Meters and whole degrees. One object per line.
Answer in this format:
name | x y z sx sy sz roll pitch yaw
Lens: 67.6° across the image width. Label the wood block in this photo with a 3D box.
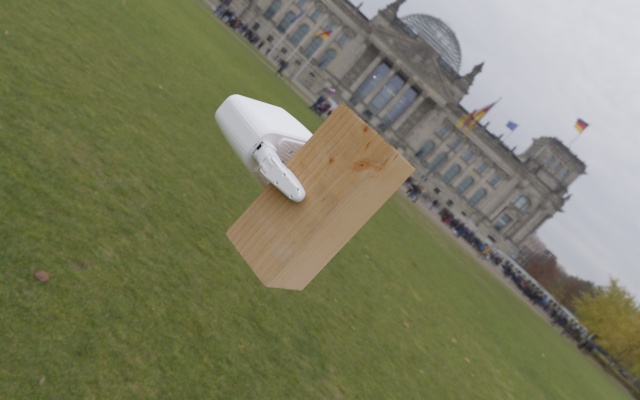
wood block | 0.000 0.001 0.565 0.090 0.206 0.091 47 10 28
